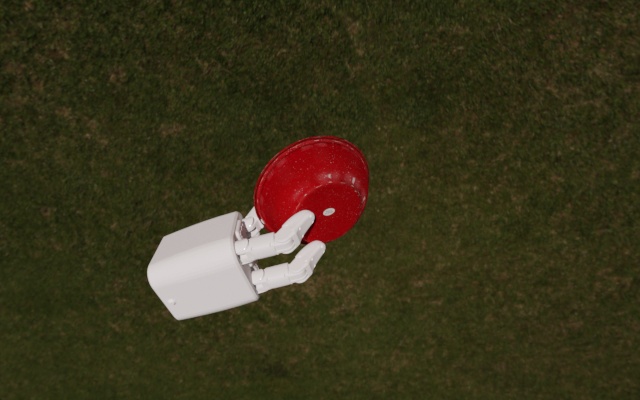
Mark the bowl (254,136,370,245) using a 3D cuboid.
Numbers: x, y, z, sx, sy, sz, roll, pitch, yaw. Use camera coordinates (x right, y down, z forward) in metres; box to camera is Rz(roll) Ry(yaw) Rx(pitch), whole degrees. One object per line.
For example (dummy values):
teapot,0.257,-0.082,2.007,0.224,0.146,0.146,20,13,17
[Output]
bowl,0.001,0.001,0.606,0.162,0.162,0.055,0,33,-25
